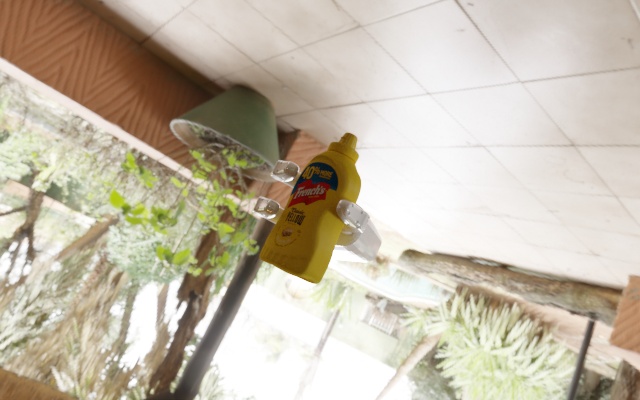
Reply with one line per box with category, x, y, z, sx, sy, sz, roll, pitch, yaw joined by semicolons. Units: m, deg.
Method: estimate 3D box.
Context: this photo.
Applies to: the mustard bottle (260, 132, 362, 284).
mustard bottle;0.000;0.002;0.594;0.058;0.191;0.096;34;-14;-37
